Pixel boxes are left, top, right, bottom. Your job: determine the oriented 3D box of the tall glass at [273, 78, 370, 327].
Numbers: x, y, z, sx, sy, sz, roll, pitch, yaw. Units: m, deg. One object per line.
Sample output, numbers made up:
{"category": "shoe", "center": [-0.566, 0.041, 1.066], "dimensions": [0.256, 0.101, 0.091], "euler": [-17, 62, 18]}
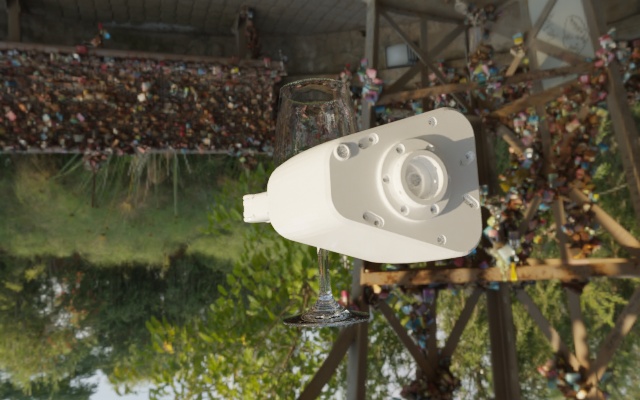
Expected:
{"category": "tall glass", "center": [0.000, 0.002, 0.412], "dimensions": [0.079, 0.201, 0.079], "euler": [-3, -5, 0]}
